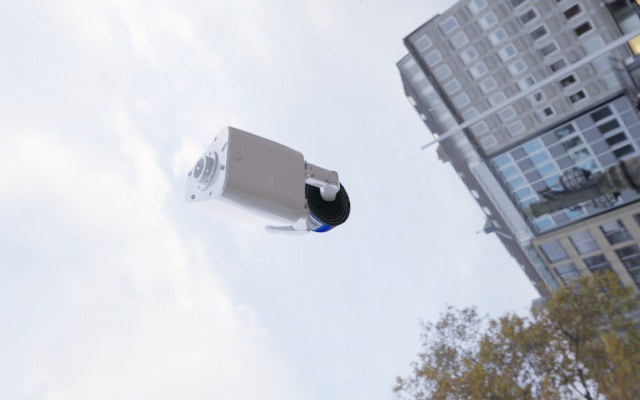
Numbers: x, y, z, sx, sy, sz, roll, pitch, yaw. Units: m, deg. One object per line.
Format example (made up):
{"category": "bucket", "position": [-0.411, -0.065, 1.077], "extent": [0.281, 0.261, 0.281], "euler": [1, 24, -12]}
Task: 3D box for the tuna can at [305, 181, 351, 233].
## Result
{"category": "tuna can", "position": [0.000, 0.002, 0.681], "extent": [0.086, 0.086, 0.034], "euler": [0, -24, -41]}
